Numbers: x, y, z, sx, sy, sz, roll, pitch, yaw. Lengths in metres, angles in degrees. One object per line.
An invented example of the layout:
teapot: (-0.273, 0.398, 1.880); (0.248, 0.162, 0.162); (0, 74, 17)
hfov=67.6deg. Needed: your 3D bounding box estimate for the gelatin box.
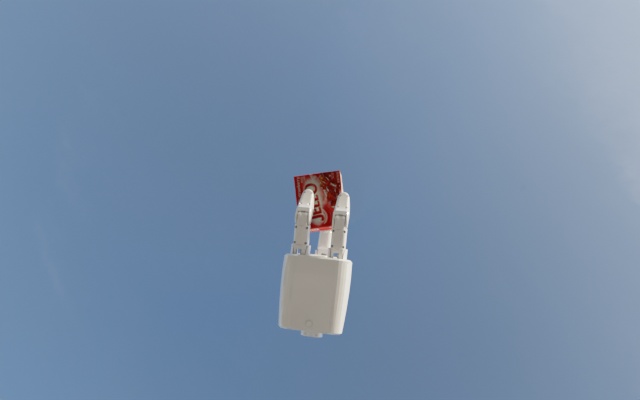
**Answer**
gelatin box: (0.000, 0.002, 0.739); (0.073, 0.089, 0.030); (-8, -16, 5)
